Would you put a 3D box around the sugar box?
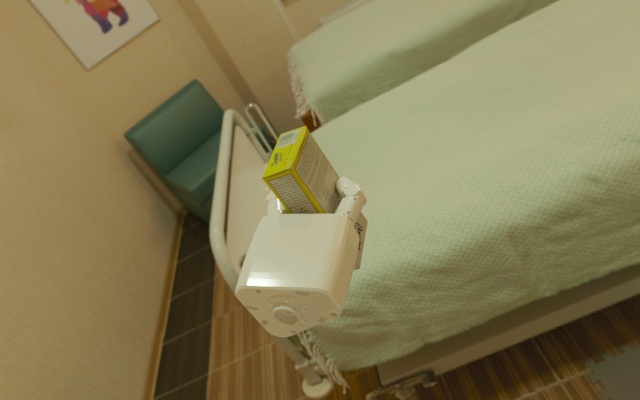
[{"bbox_3d":[0.000,0.002,0.608,0.048,0.176,0.093,-15,36,26],"label":"sugar box"}]
